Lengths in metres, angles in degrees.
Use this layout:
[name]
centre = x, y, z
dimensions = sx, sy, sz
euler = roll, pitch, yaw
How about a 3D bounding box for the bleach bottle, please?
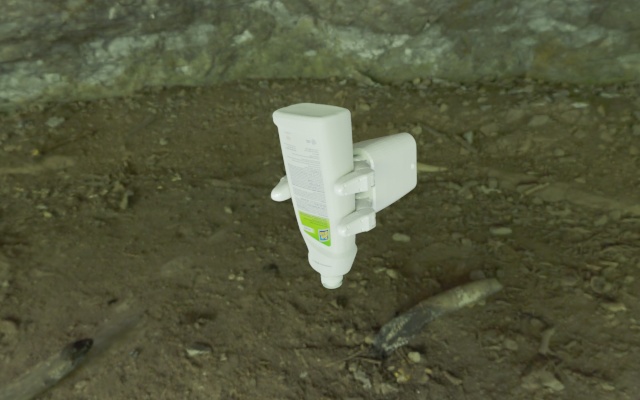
[bleach bottle]
centre = 0.000, 0.002, 0.642
dimensions = 0.068, 0.251, 0.102
euler = -25, 30, -38
